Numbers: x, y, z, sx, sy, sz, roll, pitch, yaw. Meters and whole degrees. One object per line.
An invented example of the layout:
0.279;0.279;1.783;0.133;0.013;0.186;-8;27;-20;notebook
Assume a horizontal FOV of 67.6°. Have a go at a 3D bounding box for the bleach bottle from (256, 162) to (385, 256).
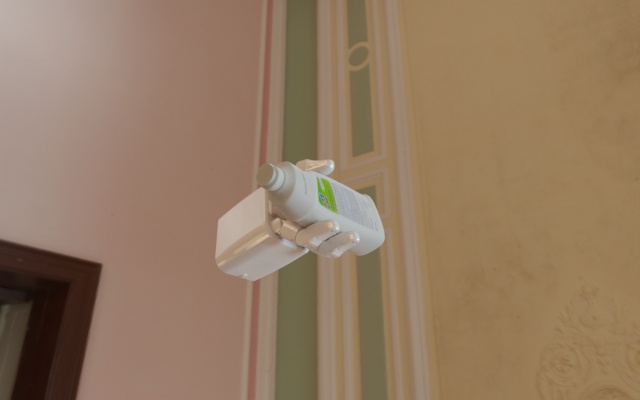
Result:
0.000;0.002;0.674;0.068;0.102;0.251;-33;-35;21;bleach bottle
